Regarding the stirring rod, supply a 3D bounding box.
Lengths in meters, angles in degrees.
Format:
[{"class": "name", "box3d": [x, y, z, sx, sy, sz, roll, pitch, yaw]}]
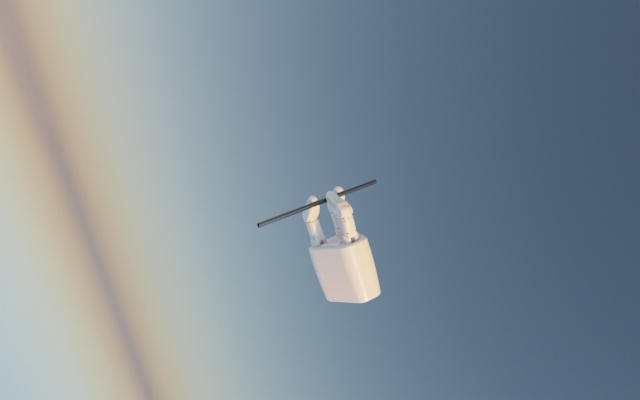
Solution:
[{"class": "stirring rod", "box3d": [0.000, 0.003, 0.829, 0.239, 0.011, 0.011, -21, 9, -26]}]
